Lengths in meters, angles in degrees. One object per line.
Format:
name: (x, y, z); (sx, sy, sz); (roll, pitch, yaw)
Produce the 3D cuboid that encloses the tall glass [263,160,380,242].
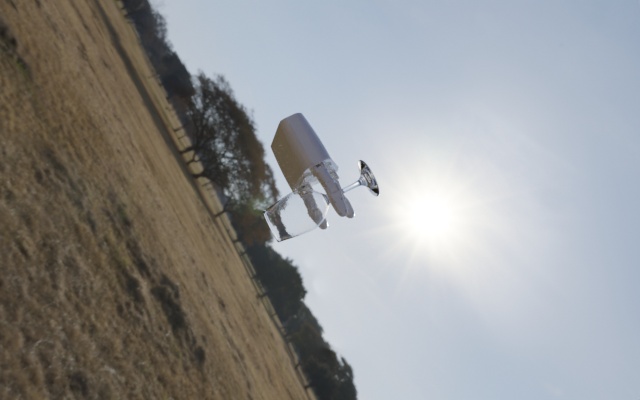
tall glass: (0.001, 0.003, 0.853); (0.201, 0.079, 0.079); (-27, 5, -10)
